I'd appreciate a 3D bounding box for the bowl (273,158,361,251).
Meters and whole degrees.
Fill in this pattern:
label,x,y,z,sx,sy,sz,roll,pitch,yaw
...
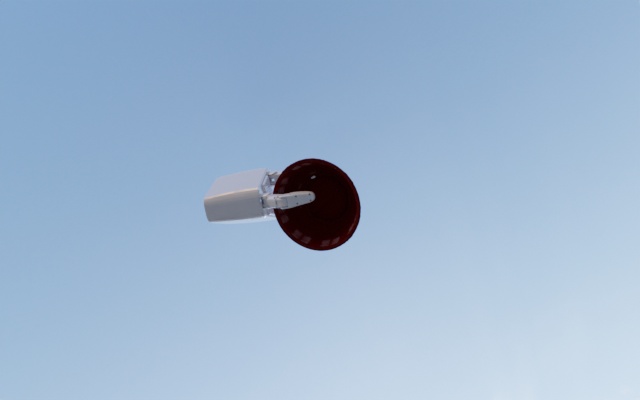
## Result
label,x,y,z,sx,sy,sz,roll,pitch,yaw
bowl,0.002,0.003,0.827,0.162,0.162,0.055,0,14,23
